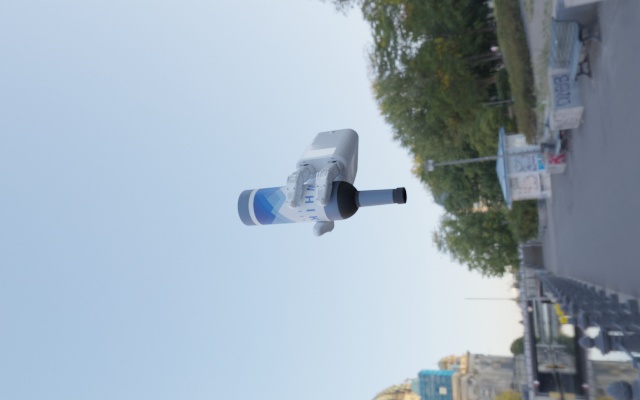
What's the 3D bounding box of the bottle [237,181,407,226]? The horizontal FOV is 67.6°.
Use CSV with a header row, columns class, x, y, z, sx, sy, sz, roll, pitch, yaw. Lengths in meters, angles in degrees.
class,x,y,z,sx,sy,sz,roll,pitch,yaw
bottle,0.000,0.003,0.816,0.296,0.069,0.069,-5,-2,24
